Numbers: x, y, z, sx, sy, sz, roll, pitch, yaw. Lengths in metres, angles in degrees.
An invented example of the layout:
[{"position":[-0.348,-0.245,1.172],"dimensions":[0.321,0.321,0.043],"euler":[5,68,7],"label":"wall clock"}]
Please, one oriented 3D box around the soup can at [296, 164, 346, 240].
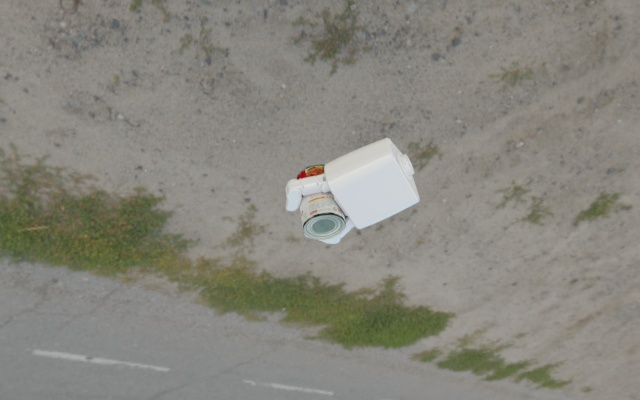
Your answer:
[{"position":[0.000,0.003,0.754],"dimensions":[0.068,0.102,0.069],"euler":[-6,-38,-4],"label":"soup can"}]
